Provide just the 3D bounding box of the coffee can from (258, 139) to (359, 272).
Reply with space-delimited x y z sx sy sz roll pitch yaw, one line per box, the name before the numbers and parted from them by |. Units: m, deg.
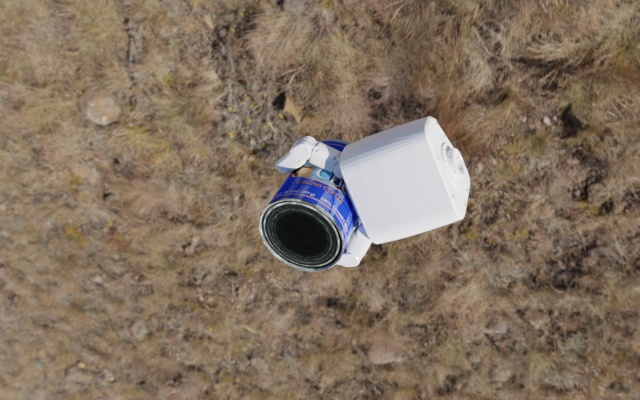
coffee can | 0.000 0.002 0.583 0.103 0.103 0.140 0 34 23
